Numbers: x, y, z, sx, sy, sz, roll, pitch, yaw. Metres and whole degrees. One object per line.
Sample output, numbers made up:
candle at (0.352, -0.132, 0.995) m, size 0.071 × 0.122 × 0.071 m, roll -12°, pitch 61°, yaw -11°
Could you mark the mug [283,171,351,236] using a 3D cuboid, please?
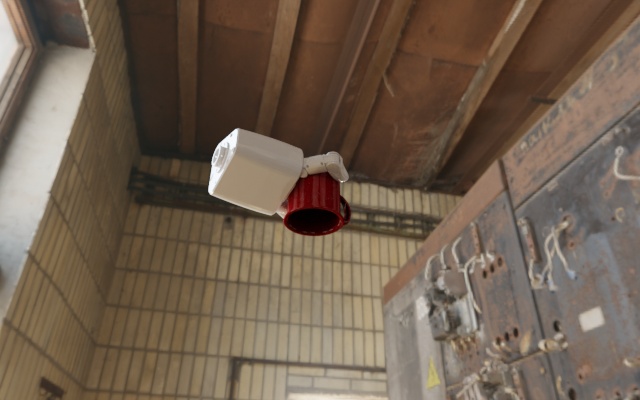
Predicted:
mug at (0.001, 0.003, 0.751) m, size 0.117 × 0.081 × 0.093 m, roll 19°, pitch -36°, yaw -28°
